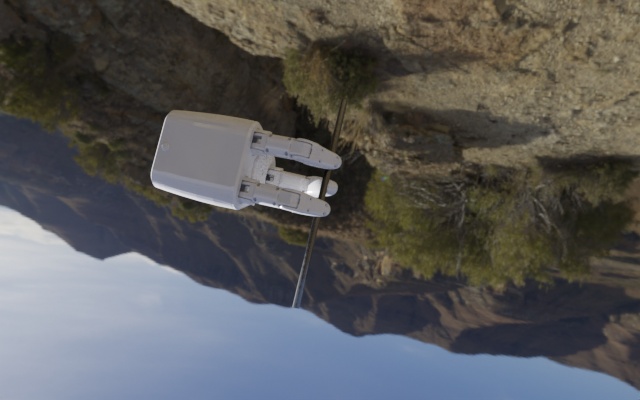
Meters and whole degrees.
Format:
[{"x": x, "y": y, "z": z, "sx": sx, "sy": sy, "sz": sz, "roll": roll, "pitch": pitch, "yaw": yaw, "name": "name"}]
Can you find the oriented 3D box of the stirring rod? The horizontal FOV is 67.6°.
[{"x": 0.000, "y": 0.002, "z": 0.537, "sx": 0.011, "sy": 0.239, "sz": 0.011, "roll": 13, "pitch": -5, "yaw": 1, "name": "stirring rod"}]
